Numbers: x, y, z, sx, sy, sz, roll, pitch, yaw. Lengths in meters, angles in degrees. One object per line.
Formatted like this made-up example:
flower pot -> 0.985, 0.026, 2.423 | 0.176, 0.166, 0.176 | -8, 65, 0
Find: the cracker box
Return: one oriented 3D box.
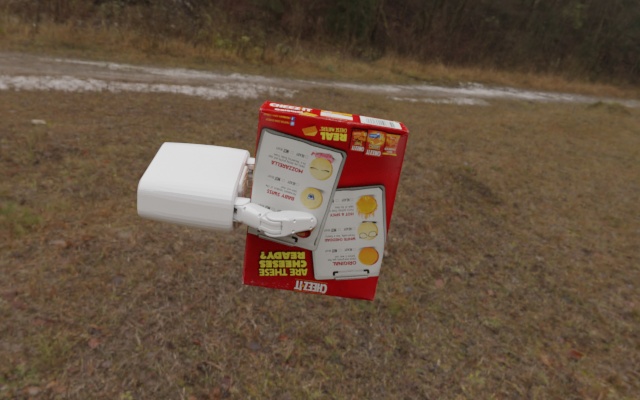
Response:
cracker box -> 0.000, 0.002, 0.568 | 0.164, 0.214, 0.072 | 8, 20, -2
